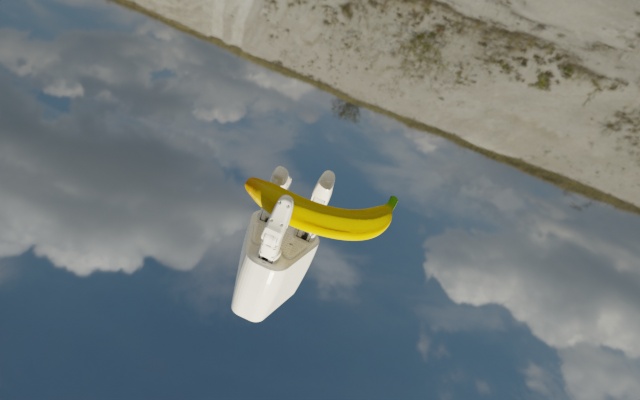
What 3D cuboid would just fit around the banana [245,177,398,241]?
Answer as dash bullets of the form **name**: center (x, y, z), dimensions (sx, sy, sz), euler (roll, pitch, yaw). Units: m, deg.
- **banana**: center (0.005, 0.014, 0.579), dimensions (0.198, 0.037, 0.069), euler (9, 39, -16)
